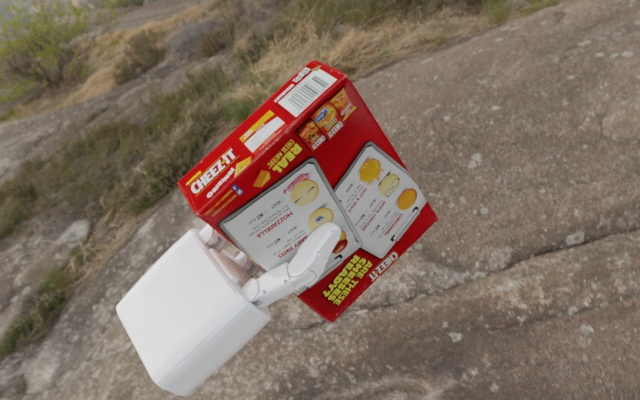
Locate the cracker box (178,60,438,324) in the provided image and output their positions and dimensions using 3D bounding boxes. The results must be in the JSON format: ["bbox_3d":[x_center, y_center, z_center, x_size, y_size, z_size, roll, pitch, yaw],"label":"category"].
[{"bbox_3d":[0.000,0.001,0.462,0.214,0.164,0.072,48,-2,-41],"label":"cracker box"}]
